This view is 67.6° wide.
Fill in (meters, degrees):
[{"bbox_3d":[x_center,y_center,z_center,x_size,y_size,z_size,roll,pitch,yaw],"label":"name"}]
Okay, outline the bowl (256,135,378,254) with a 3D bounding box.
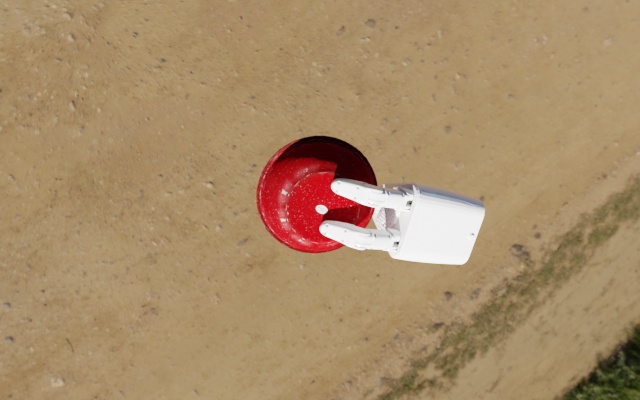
[{"bbox_3d":[-0.001,0.002,0.604,0.162,0.162,0.055,0,17,-8],"label":"bowl"}]
